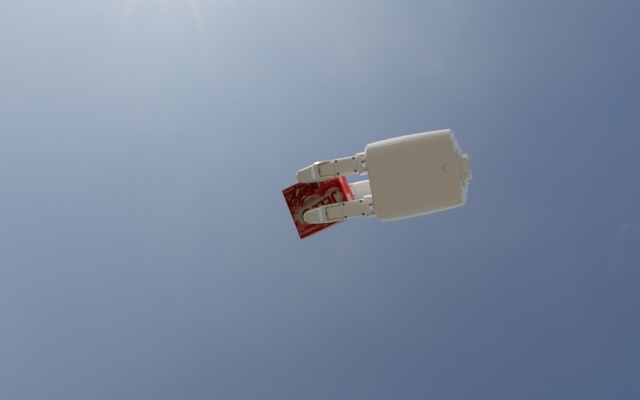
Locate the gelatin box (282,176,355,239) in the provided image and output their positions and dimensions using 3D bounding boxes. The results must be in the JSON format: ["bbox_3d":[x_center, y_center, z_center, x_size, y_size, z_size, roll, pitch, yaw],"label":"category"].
[{"bbox_3d":[0.000,0.002,0.647,0.089,0.073,0.030,-26,-8,25],"label":"gelatin box"}]
